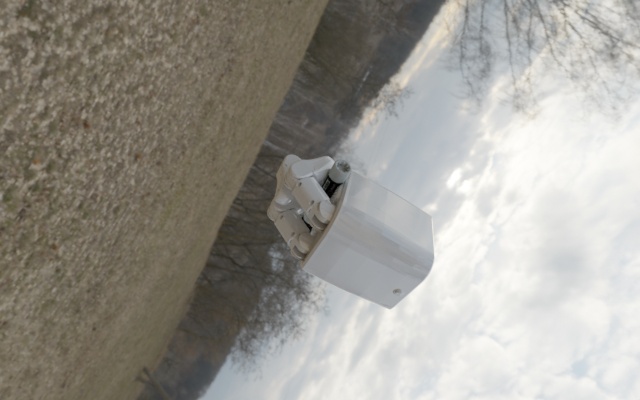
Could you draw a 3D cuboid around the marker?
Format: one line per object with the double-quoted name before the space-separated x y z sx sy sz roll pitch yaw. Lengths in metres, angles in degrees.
"marker" 0.000 0.002 0.508 0.020 0.020 0.121 0 -35 -27
